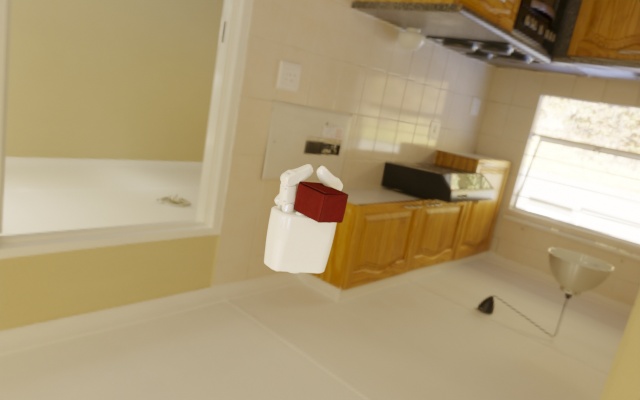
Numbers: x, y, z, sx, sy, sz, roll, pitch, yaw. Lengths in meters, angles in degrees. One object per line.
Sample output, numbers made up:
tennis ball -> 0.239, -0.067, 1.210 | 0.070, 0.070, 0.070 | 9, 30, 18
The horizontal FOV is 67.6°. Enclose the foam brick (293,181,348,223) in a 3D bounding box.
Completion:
foam brick -> 0.000, 0.003, 0.807 | 0.053, 0.051, 0.078 | 3, 14, -38
